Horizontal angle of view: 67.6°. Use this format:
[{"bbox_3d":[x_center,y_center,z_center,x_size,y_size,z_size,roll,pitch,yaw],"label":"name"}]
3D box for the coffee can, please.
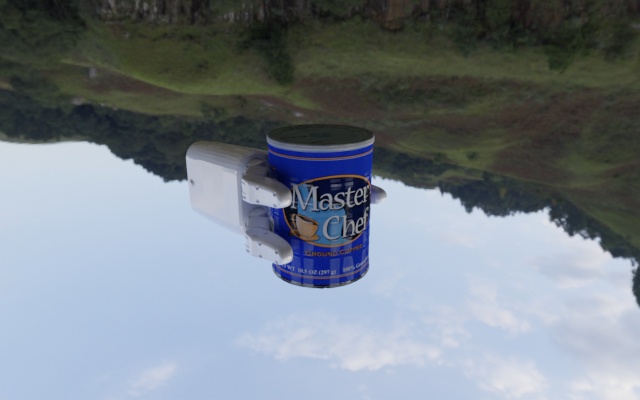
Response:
[{"bbox_3d":[0.000,0.001,0.478,0.103,0.140,0.102,0,19,0],"label":"coffee can"}]
